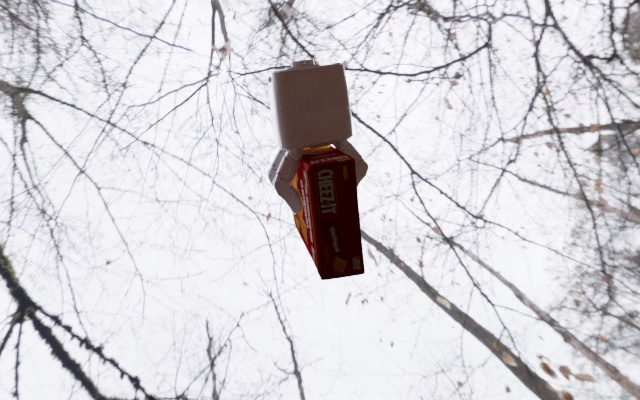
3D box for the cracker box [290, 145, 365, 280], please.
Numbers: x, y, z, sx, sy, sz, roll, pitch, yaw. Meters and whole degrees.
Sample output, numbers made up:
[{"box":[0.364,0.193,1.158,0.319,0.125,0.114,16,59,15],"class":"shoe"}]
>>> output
[{"box":[0.000,0.002,0.727,0.072,0.164,0.213,-9,16,-9],"class":"cracker box"}]
